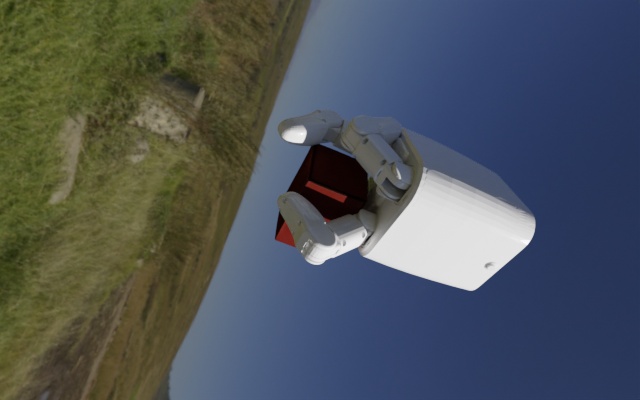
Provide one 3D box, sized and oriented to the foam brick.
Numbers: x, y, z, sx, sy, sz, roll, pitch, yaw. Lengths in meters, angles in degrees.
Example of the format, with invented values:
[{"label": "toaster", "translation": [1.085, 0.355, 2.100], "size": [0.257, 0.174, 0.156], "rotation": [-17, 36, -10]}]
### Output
[{"label": "foam brick", "translation": [0.000, 0.001, 0.409], "size": [0.051, 0.053, 0.078], "rotation": [21, -49, -13]}]
